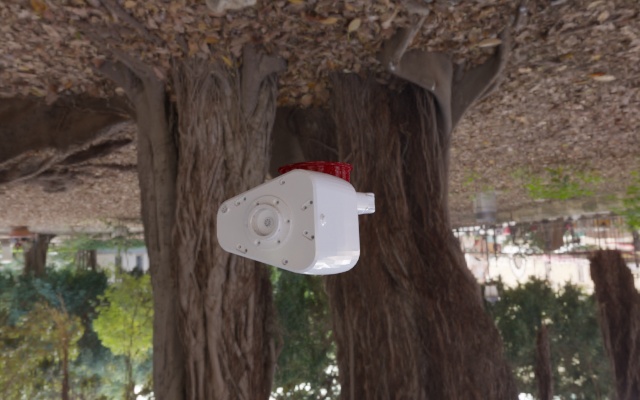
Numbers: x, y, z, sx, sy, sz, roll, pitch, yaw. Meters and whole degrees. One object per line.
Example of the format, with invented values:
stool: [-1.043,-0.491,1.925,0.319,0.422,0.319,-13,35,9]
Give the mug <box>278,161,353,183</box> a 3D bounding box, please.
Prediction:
mug: [0.001,0.002,0.593,0.093,0.081,0.117,-5,-7,22]
